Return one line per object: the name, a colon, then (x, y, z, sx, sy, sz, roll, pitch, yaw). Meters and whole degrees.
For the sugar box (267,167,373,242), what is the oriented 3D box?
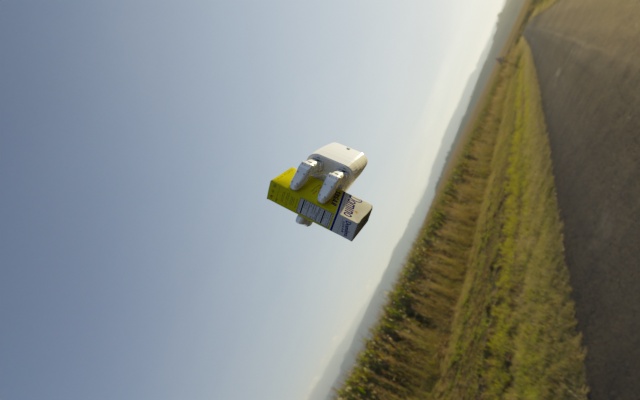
sugar box: (0.000, 0.002, 0.865, 0.176, 0.048, 0.093, 23, 28, 13)
